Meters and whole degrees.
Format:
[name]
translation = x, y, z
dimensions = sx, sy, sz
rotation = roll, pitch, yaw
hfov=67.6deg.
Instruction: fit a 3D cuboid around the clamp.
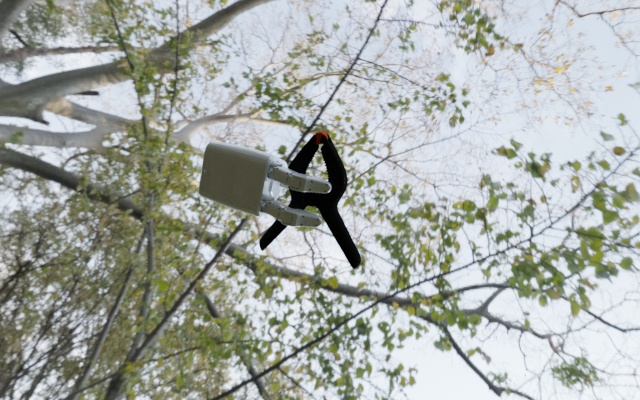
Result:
[clamp]
translation = 0.000, 0.002, 0.728
dimensions = 0.164, 0.210, 0.036
rotation = 16, 17, 9
